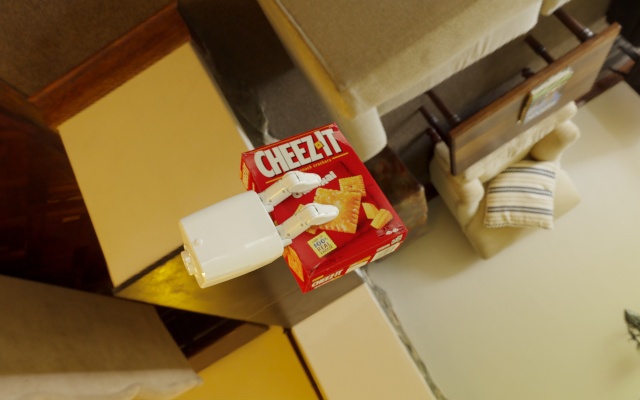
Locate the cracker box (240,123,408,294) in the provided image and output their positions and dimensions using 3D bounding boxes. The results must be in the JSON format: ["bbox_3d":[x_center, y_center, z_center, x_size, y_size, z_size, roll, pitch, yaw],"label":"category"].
[{"bbox_3d":[0.000,0.003,0.696,0.164,0.213,0.072,-22,-24,-22],"label":"cracker box"}]
